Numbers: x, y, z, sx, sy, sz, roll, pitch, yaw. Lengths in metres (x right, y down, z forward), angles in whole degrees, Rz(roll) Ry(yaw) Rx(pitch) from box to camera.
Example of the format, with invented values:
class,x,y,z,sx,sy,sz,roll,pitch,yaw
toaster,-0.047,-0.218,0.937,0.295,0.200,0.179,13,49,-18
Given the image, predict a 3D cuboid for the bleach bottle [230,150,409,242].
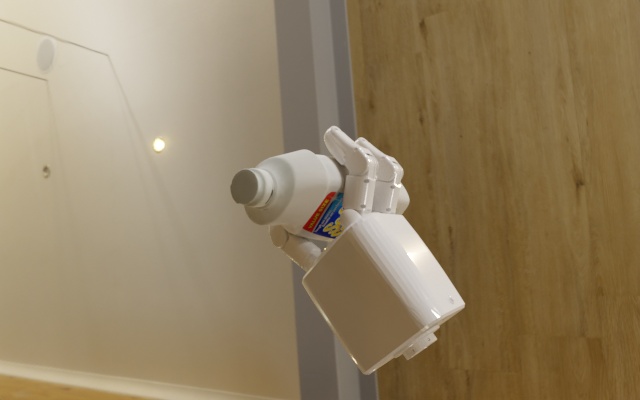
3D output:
class,x,y,z,sx,sy,sz,roll,pitch,yaw
bleach bottle,0.000,0.001,0.480,0.102,0.068,0.251,-43,-23,22
